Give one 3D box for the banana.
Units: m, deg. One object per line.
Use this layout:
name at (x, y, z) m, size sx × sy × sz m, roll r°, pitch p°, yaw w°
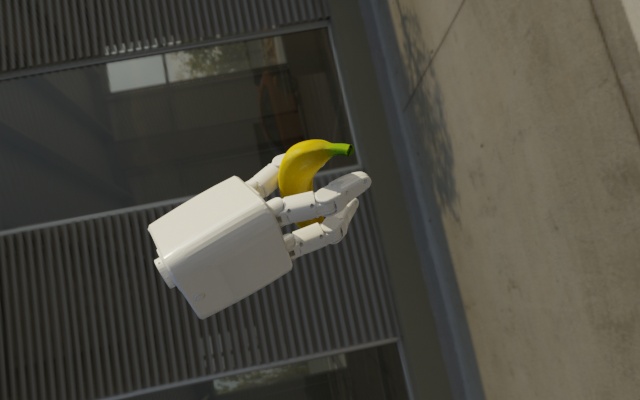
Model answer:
banana at (-0.015, -0.010, 0.523) m, size 0.069 × 0.037 × 0.198 m, roll 33°, pitch -27°, yaw 11°
